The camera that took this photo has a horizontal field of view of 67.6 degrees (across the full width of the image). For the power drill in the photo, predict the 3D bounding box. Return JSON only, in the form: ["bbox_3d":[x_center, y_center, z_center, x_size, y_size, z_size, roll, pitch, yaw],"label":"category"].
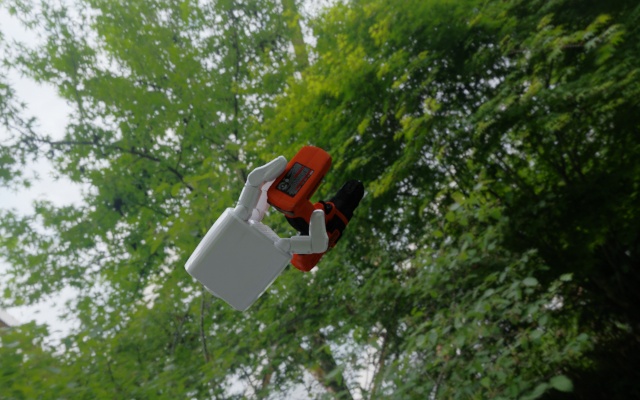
[{"bbox_3d":[0.000,0.002,0.737,0.057,0.184,0.188,24,-23,29],"label":"power drill"}]
